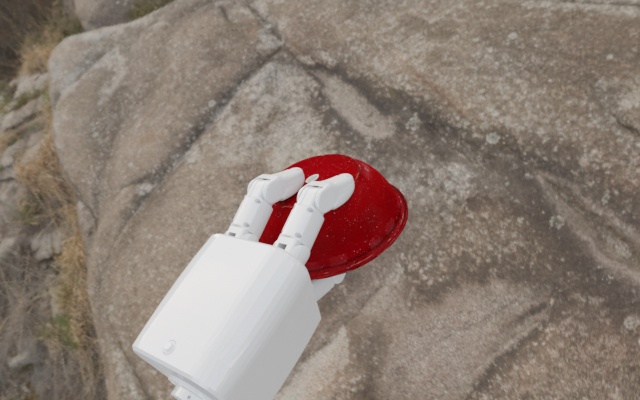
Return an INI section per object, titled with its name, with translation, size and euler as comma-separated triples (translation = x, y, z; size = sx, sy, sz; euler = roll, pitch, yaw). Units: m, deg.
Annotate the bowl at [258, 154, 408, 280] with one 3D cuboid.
[bowl]
translation = 0.000, 0.000, 0.462
size = 0.162, 0.055, 0.162
euler = -13, 32, 8
